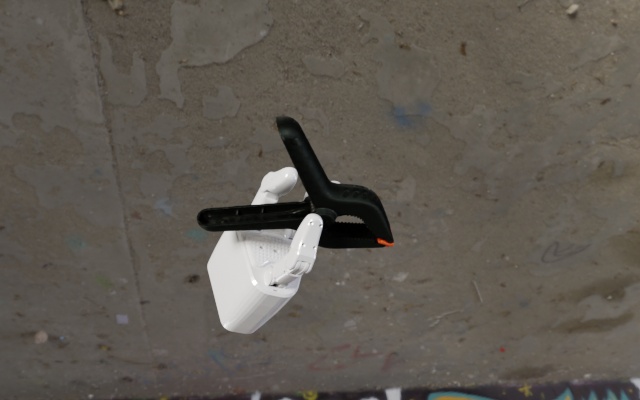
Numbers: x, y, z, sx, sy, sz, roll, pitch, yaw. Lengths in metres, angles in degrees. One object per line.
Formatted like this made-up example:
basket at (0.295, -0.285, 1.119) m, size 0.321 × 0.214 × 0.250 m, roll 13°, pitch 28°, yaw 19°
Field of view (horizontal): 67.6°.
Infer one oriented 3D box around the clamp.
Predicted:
clamp at (0.000, 0.003, 0.489) m, size 0.210 × 0.036 × 0.165 m, roll 17°, pitch -44°, yaw -25°
